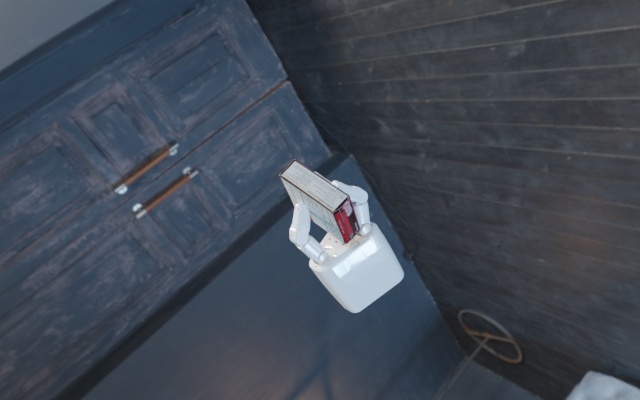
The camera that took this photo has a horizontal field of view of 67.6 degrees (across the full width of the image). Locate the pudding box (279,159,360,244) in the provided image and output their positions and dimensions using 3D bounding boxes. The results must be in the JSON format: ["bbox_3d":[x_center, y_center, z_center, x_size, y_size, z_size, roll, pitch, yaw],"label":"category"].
[{"bbox_3d":[0.000,0.002,0.683,0.113,0.039,0.090,33,-20,31],"label":"pudding box"}]
